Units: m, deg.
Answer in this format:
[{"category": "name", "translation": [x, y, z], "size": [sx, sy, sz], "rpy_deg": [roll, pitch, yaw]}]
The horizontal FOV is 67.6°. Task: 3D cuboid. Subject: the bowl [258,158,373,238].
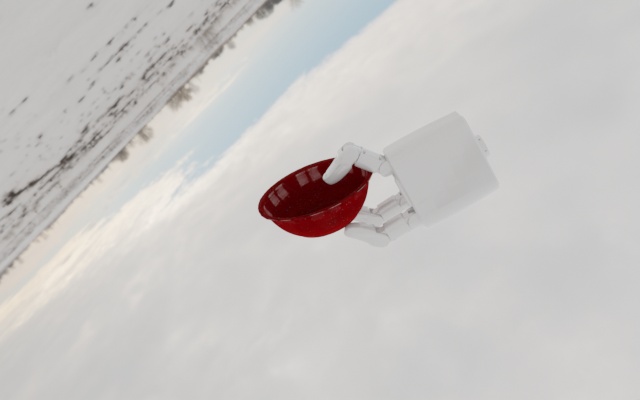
[{"category": "bowl", "translation": [-0.001, 0.003, 0.642], "size": [0.162, 0.055, 0.162], "rpy_deg": [-17, 25, 9]}]
